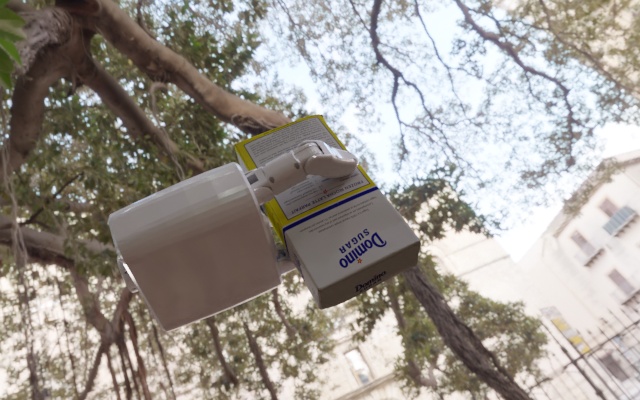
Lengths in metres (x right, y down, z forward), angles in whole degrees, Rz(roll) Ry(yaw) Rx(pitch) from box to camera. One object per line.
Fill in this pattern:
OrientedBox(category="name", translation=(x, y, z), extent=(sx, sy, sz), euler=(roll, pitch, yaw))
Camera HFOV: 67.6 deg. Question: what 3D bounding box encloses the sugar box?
OrientedBox(category="sugar box", translation=(0.000, 0.002, 0.422), extent=(0.093, 0.176, 0.048), euler=(-23, -34, -13))
